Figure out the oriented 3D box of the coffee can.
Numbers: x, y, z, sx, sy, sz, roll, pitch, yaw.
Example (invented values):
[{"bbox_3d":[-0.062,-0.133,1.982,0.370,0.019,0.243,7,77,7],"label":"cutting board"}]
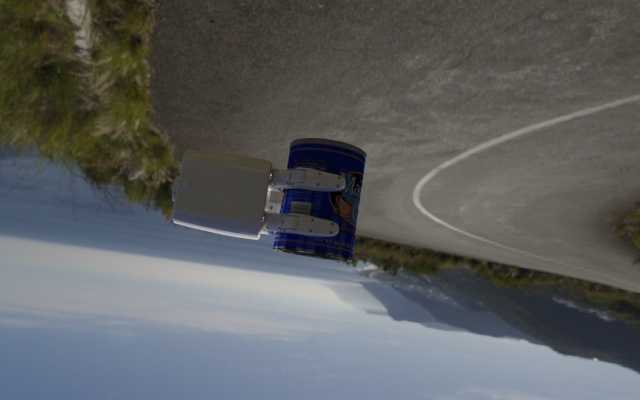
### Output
[{"bbox_3d":[0.000,0.002,0.618,0.103,0.140,0.103,8,-9,1],"label":"coffee can"}]
